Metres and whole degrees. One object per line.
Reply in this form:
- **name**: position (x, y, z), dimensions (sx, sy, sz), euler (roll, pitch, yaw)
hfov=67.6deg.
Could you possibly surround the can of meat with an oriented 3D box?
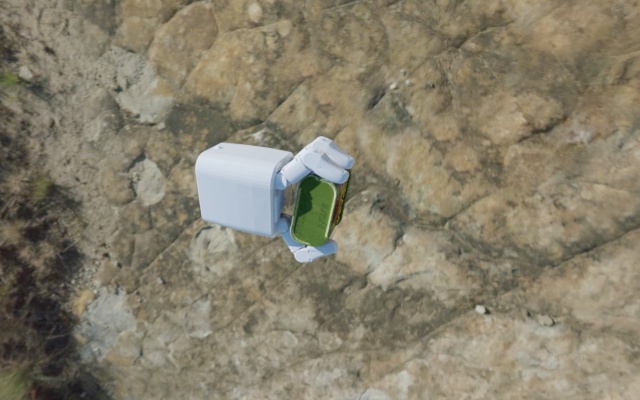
- **can of meat**: position (0.000, 0.002, 0.639), dimensions (0.057, 0.102, 0.084), euler (15, 22, 9)
